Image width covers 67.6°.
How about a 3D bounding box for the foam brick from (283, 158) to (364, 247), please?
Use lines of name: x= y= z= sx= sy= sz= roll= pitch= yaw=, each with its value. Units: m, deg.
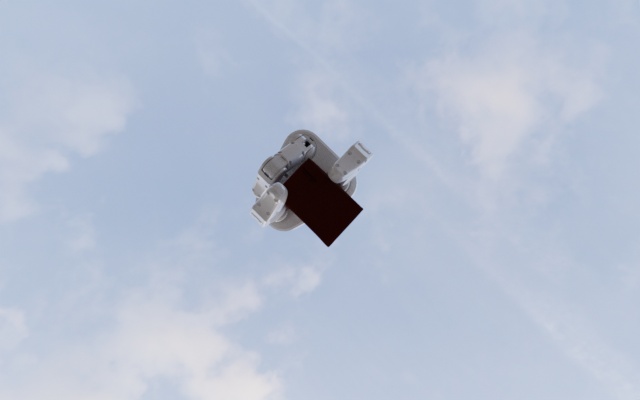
foam brick: x=0.000 y=0.002 z=0.495 sx=0.078 sy=0.053 sz=0.051 roll=45 pitch=3 yaw=4
